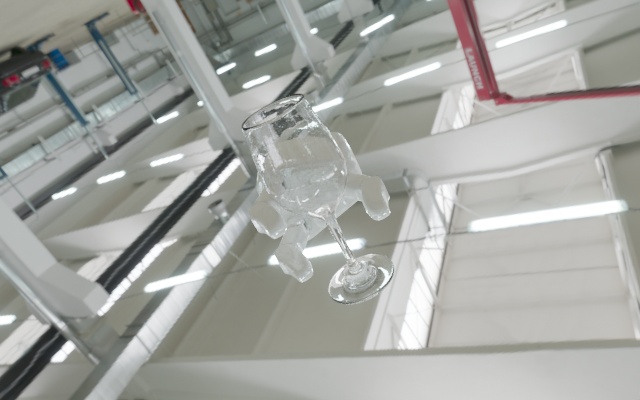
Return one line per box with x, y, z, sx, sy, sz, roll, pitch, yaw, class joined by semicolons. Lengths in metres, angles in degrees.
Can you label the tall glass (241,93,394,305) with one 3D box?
0.000;0.002;0.458;0.079;0.201;0.079;-23;25;11;tall glass
